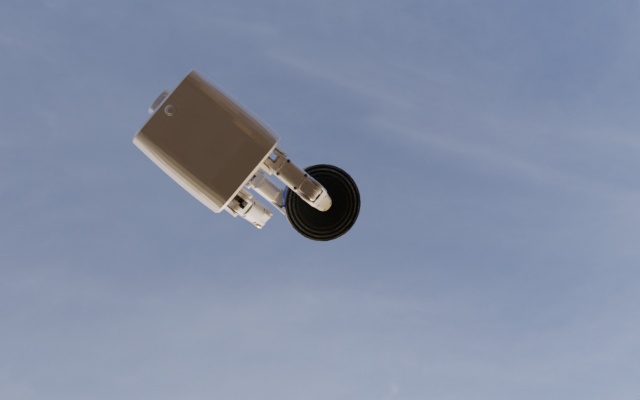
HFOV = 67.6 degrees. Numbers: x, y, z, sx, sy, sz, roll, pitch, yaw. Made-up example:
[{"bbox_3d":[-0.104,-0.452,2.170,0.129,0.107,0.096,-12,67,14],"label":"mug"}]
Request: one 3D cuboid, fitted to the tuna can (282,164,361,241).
[{"bbox_3d":[0.000,0.002,0.543,0.086,0.086,0.034,0,3,-11],"label":"tuna can"}]
